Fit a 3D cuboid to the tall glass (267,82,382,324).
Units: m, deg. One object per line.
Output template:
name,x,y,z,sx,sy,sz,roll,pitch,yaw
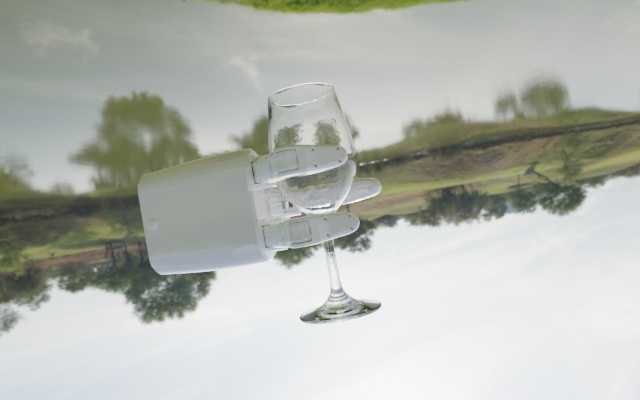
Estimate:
tall glass,0.000,0.002,0.428,0.079,0.201,0.079,-10,-1,0
